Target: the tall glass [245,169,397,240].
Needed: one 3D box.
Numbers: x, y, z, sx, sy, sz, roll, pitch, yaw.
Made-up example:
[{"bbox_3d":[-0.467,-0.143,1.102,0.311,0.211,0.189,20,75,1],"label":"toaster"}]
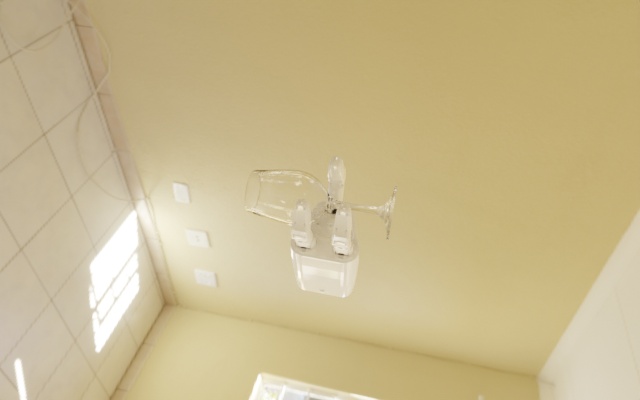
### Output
[{"bbox_3d":[0.001,0.002,0.661,0.201,0.079,0.079,9,1,9],"label":"tall glass"}]
